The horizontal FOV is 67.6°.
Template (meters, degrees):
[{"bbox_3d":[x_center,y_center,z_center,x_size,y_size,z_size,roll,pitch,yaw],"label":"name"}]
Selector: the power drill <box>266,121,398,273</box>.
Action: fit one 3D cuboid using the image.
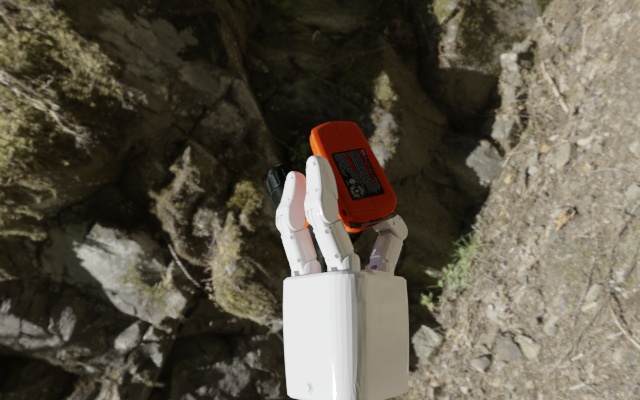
[{"bbox_3d":[0.000,0.002,0.512,0.057,0.184,0.188,-15,-24,-25],"label":"power drill"}]
